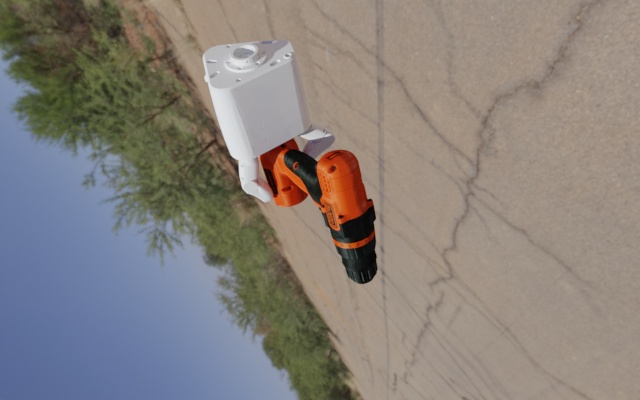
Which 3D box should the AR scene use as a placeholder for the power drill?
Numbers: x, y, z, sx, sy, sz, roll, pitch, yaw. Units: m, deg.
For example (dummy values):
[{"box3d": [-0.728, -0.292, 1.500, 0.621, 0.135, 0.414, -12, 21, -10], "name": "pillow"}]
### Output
[{"box3d": [0.000, 0.002, 0.613, 0.057, 0.184, 0.187, -29, 35, -24], "name": "power drill"}]
